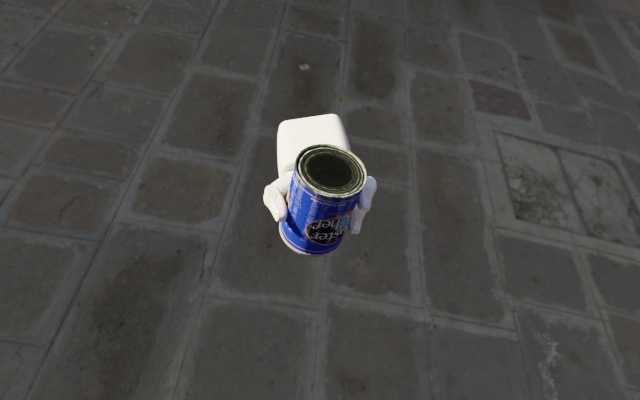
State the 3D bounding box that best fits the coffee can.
[{"bbox_3d":[0.000,0.003,0.704,0.103,0.102,0.140,0,-40,-16],"label":"coffee can"}]
